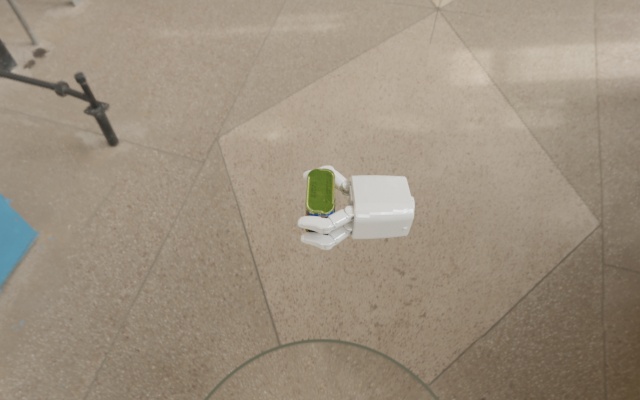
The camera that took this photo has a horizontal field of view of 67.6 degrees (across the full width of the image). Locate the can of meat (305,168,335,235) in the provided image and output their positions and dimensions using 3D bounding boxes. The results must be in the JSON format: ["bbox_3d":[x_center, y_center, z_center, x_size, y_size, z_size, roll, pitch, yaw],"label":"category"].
[{"bbox_3d":[0.000,0.003,0.885,0.057,0.102,0.084,2,-32,0],"label":"can of meat"}]
